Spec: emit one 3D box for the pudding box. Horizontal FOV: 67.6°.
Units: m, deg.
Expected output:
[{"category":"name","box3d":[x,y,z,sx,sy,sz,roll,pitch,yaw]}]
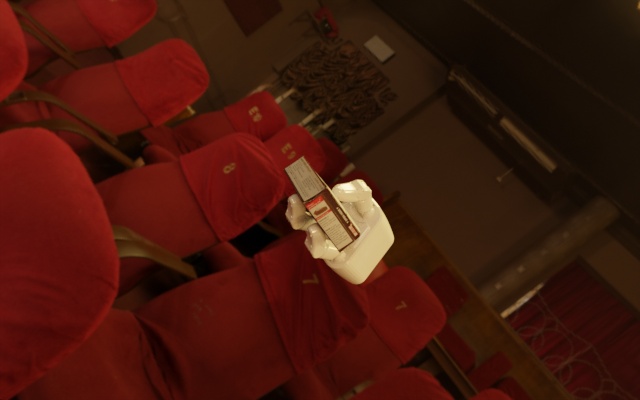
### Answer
[{"category":"pudding box","box3d":[0.000,0.002,0.618,0.039,0.090,0.113,-37,30,0]}]
